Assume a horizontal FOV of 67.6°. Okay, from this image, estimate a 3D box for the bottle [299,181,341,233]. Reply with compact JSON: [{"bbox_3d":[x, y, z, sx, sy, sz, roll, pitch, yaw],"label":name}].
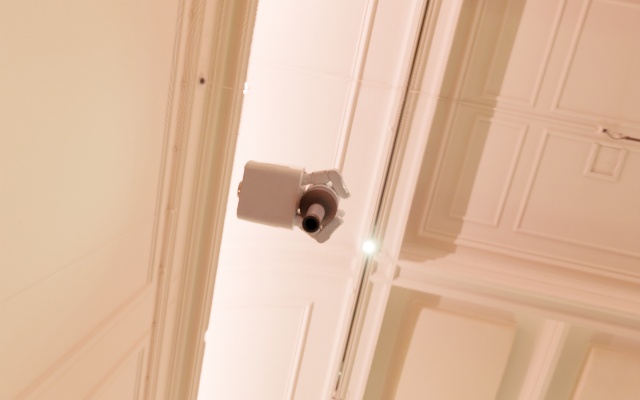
[{"bbox_3d":[0.000,0.003,0.856,0.069,0.069,0.295,0,13,6],"label":"bottle"}]
